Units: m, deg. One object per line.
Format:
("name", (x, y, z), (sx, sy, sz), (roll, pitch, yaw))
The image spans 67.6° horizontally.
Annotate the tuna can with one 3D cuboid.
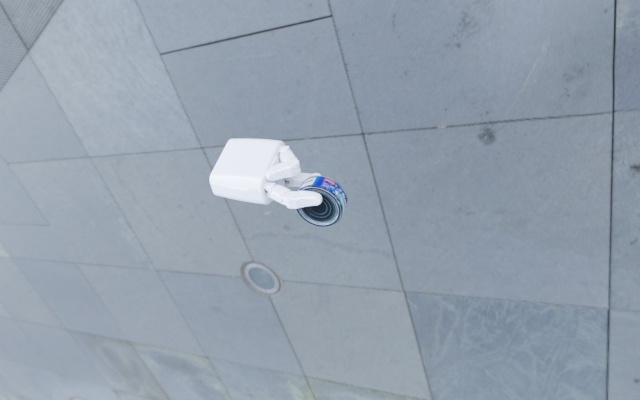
("tuna can", (0.000, 0.003, 0.800), (0.086, 0.086, 0.033), (0, 35, 22))
